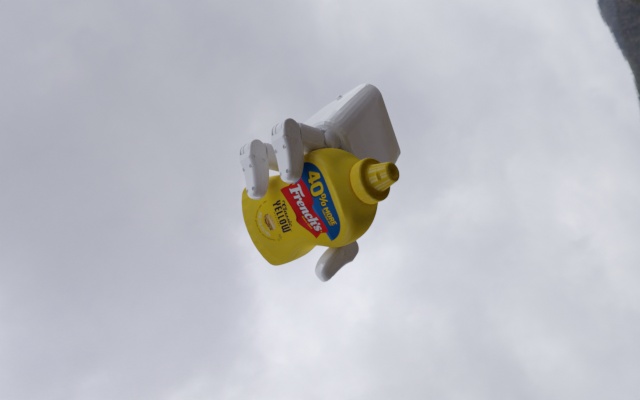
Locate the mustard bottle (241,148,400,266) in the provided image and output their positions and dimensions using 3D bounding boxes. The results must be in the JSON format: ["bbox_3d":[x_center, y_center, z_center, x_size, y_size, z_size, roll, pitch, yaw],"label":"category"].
[{"bbox_3d":[0.000,0.002,0.474,0.058,0.096,0.192,-17,-4,-46],"label":"mustard bottle"}]
